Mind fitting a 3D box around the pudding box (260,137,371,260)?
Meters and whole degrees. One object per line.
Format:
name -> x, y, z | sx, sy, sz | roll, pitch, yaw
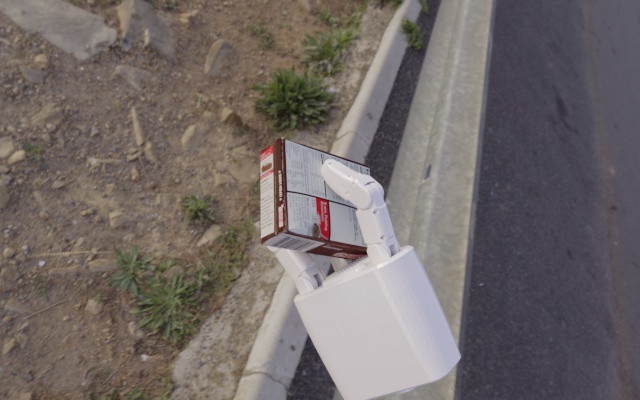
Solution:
pudding box -> 0.000, 0.001, 0.436 | 0.113, 0.090, 0.039 | 15, -29, -40
